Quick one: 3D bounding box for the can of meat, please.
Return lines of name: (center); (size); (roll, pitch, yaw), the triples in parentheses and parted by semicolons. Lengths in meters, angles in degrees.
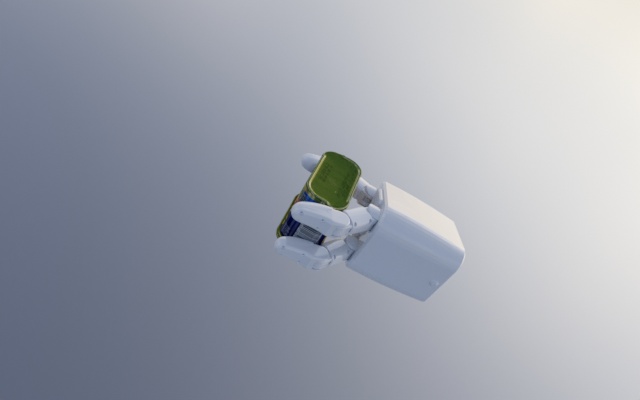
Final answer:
can of meat: (0.000, 0.001, 0.552); (0.057, 0.084, 0.102); (30, 39, -3)
